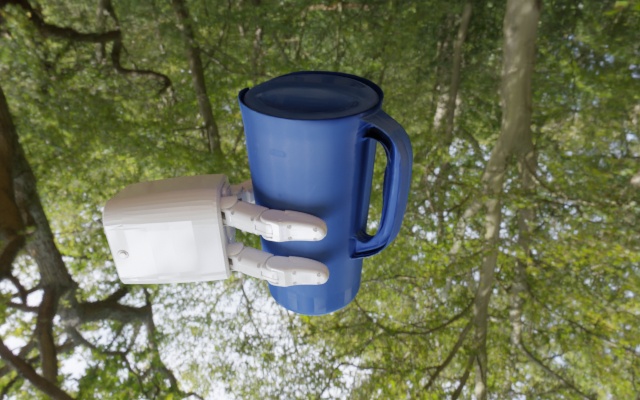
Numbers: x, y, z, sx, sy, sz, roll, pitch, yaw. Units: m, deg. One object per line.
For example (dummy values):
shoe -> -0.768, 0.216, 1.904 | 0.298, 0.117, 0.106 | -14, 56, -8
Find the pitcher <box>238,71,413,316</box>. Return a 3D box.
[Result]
pitcher -> 0.000, 0.002, 0.490 | 0.145, 0.243, 0.149 | -5, 32, -6
